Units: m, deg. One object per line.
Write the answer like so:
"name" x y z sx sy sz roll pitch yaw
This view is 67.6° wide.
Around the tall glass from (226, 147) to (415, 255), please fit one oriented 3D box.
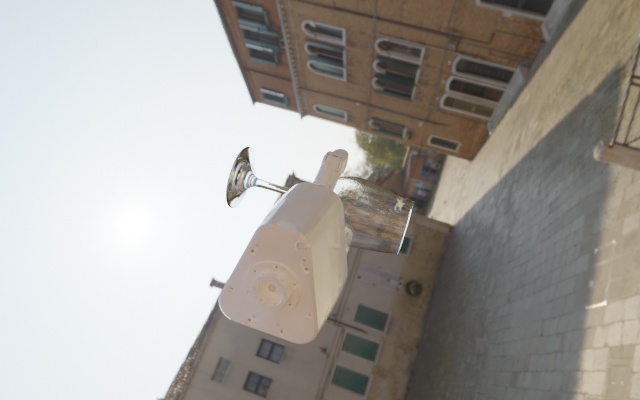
"tall glass" -0.001 0.001 0.540 0.201 0.079 0.079 17 3 9
